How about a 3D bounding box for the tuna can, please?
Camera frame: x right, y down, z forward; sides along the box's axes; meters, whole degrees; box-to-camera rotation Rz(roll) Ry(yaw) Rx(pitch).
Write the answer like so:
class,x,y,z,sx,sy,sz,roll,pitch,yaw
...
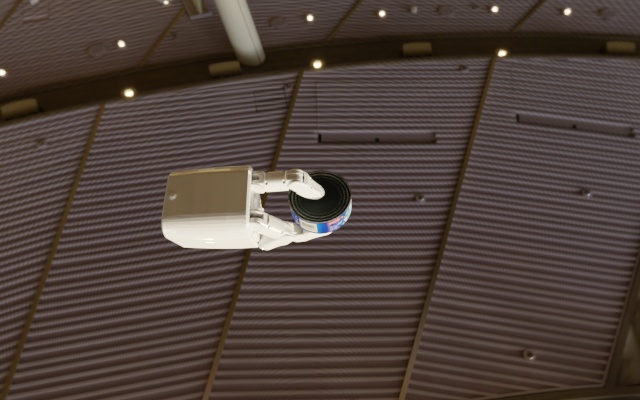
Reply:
class,x,y,z,sx,sy,sz,roll,pitch,yaw
tuna can,0.000,0.002,0.655,0.086,0.086,0.034,0,-34,5
